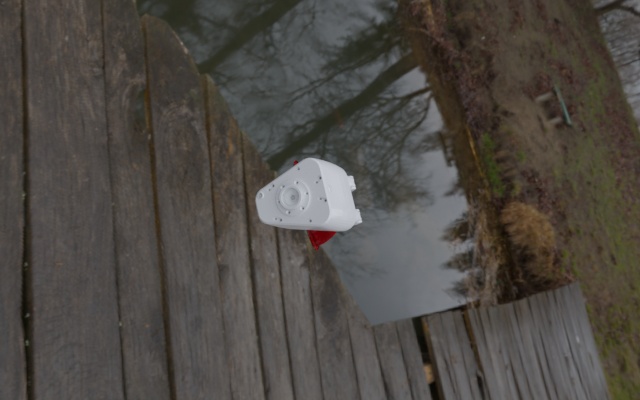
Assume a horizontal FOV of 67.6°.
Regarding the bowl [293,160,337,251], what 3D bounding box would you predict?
[{"bbox_3d":[0.001,0.002,0.832,0.055,0.162,0.162,-14,-1,5],"label":"bowl"}]
